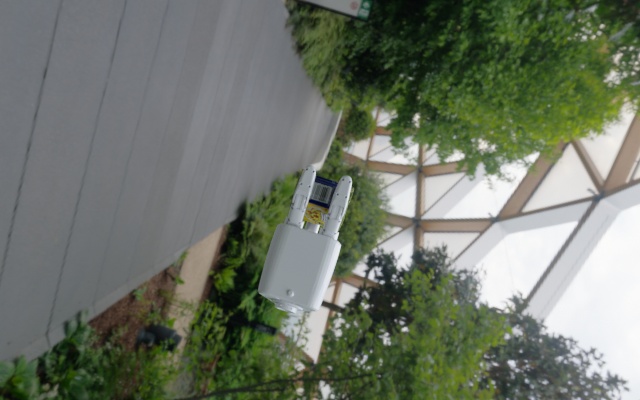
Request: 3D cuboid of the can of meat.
[{"bbox_3d":[0.000,0.003,0.746,0.084,0.057,0.102,18,-22,1],"label":"can of meat"}]
